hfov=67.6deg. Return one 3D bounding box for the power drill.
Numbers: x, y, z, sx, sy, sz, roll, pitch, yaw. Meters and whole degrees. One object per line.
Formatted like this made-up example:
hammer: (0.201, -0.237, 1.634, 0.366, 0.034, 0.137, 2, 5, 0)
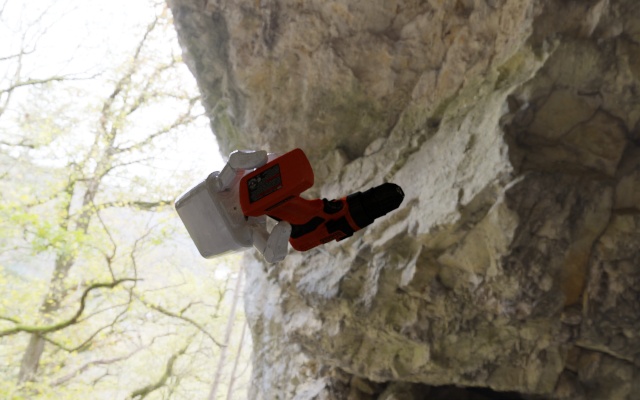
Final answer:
power drill: (0.000, 0.002, 0.630, 0.184, 0.057, 0.188, -27, -33, 21)
